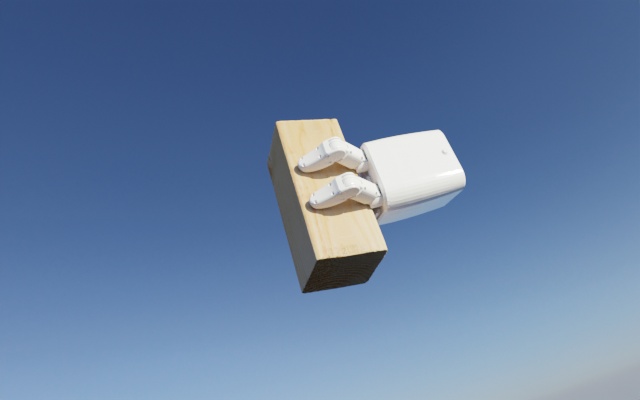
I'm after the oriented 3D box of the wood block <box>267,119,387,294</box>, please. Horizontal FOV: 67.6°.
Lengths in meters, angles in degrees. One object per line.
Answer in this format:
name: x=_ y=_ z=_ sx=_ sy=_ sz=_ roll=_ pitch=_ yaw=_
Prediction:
wood block: x=0.000 y=0.002 z=0.615 sx=0.090 sy=0.206 sz=0.091 roll=-6 pitch=-34 yaw=-19
